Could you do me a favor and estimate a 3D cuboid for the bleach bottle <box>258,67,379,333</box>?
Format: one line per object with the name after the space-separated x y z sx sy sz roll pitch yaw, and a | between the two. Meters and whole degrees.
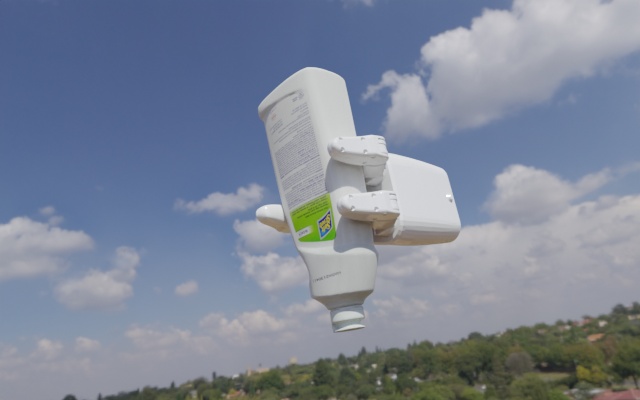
0.000 0.001 0.471 0.068 0.250 0.102 6 -24 -40 | bleach bottle
